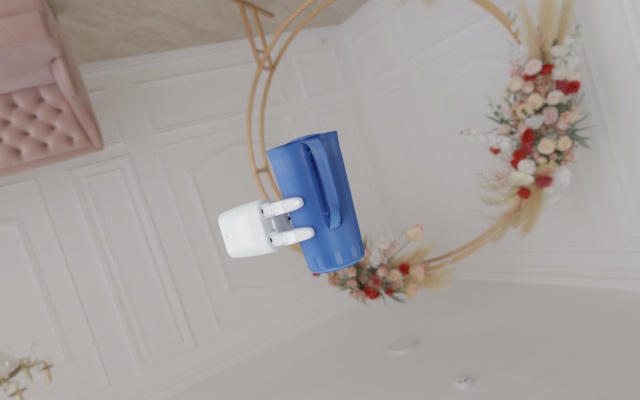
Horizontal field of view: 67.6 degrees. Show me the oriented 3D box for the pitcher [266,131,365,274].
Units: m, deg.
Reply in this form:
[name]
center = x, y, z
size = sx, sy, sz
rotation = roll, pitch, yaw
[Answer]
[pitcher]
center = 0.000, 0.003, 0.856
size = 0.145, 0.243, 0.149
rotation = -14, 5, 31
